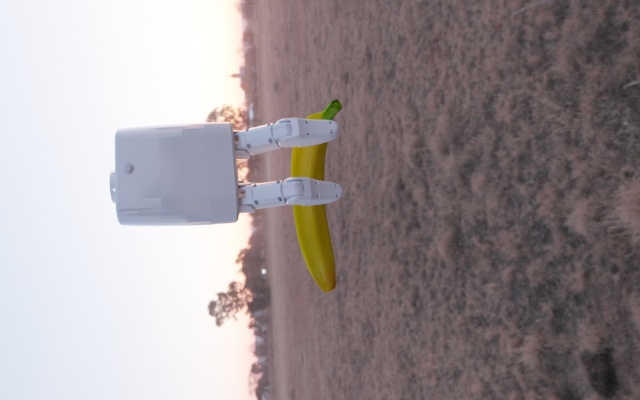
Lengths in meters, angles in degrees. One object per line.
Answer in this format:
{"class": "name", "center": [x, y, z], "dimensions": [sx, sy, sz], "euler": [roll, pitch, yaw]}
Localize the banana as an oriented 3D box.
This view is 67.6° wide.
{"class": "banana", "center": [-0.007, -0.004, 0.507], "dimensions": [0.037, 0.198, 0.069], "euler": [-4, 10, -22]}
